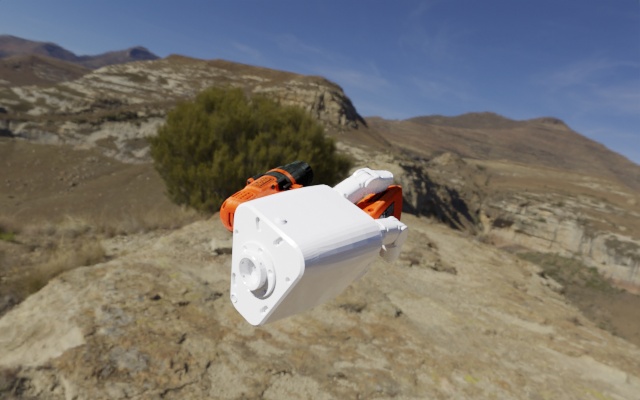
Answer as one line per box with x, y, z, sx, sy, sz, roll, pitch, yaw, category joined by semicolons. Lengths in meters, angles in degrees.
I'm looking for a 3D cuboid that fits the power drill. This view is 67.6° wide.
0.000;0.002;0.584;0.187;0.057;0.184;9;27;24;power drill
